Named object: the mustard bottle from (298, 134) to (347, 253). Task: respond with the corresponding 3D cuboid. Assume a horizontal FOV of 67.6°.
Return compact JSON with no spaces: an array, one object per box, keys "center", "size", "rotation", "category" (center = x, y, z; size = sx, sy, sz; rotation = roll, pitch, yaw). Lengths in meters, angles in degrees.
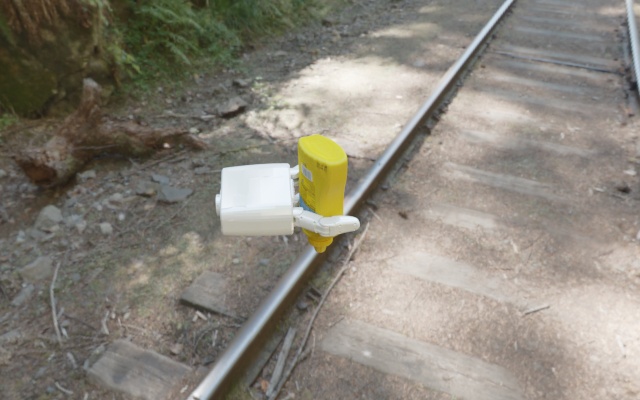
[{"center":[0.000,0.002,0.737],"size":[0.058,0.192,0.096],"rotation":[-17,38,-26],"category":"mustard bottle"}]
